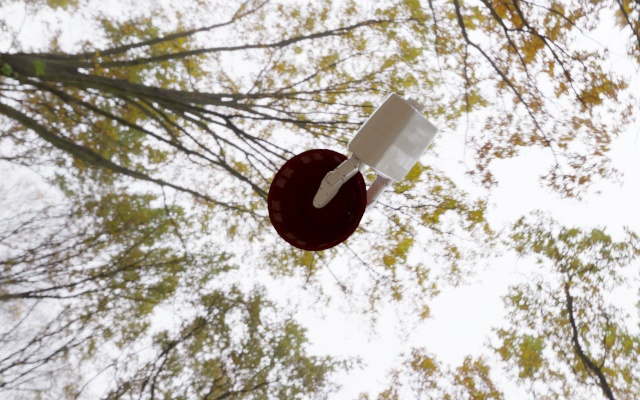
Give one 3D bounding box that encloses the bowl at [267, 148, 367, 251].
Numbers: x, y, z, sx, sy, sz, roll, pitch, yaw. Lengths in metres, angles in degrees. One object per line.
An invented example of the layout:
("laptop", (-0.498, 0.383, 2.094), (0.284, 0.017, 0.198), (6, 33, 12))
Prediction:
("bowl", (-0.001, 0.003, 0.754), (0.162, 0.162, 0.055), (0, -12, 18))
